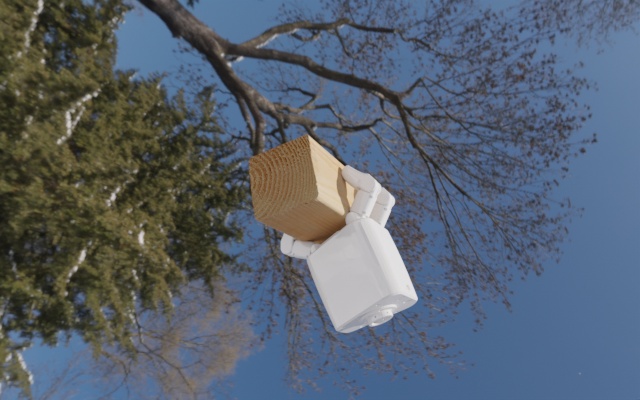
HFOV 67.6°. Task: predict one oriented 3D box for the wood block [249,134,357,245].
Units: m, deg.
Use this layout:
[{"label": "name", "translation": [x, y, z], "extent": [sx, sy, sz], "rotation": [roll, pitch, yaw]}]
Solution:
[{"label": "wood block", "translation": [0.000, 0.003, 0.659], "extent": [0.091, 0.090, 0.206], "rotation": [-20, -26, 21]}]
